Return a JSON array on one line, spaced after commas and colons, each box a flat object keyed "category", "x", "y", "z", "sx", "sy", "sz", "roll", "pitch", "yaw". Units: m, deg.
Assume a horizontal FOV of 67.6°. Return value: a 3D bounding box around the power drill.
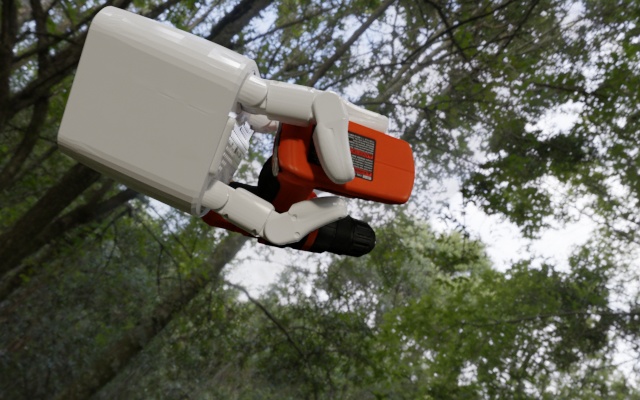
[{"category": "power drill", "x": 0.000, "y": 0.001, "z": 0.419, "sx": 0.184, "sy": 0.057, "sz": 0.188, "roll": 14, "pitch": -25, "yaw": -20}]
